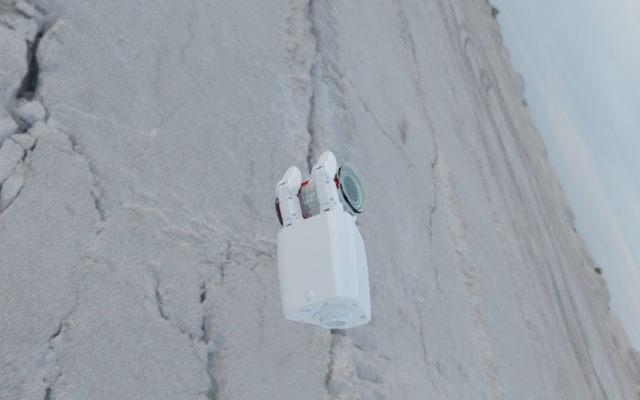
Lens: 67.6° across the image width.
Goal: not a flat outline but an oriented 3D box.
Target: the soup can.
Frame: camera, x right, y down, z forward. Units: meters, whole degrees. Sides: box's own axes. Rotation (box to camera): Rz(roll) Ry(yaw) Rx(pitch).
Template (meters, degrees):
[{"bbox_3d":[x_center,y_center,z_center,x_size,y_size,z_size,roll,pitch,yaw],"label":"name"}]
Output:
[{"bbox_3d":[0.000,0.002,0.634,0.102,0.068,0.068,-22,-10,26],"label":"soup can"}]
